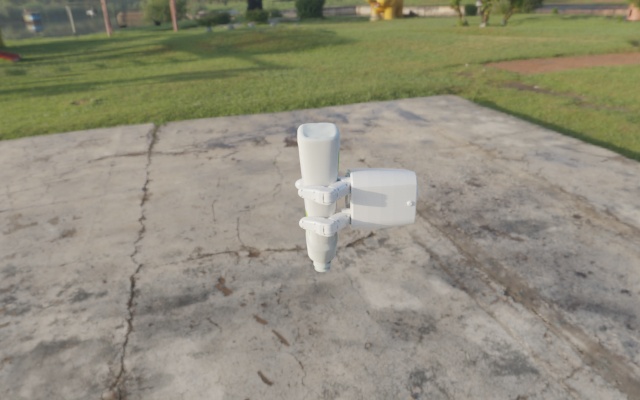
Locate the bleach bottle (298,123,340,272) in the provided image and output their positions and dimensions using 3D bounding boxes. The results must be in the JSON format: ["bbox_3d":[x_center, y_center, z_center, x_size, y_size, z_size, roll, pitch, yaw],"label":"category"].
[{"bbox_3d":[0.000,0.003,0.812,0.068,0.251,0.102,-2,24,-1],"label":"bleach bottle"}]
